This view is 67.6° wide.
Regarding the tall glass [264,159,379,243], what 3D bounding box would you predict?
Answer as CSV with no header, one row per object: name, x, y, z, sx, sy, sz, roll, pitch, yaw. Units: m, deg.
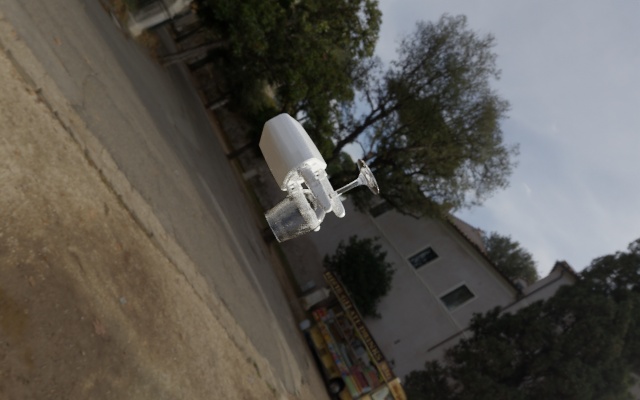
tall glass,0.001,0.003,0.862,0.201,0.079,0.079,-28,3,-6
